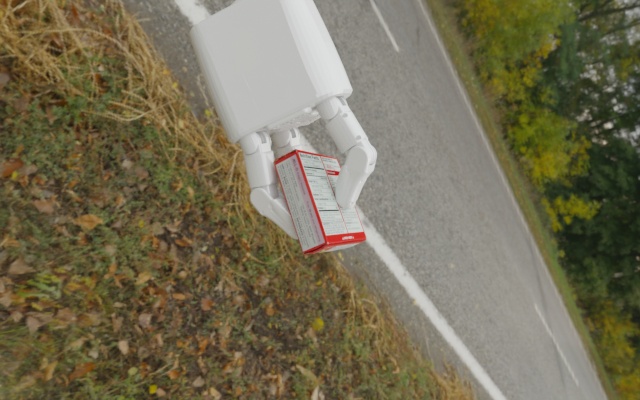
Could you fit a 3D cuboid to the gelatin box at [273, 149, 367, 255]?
[{"bbox_3d":[0.001,0.002,0.432,0.030,0.089,0.073,-26,-14,28],"label":"gelatin box"}]
